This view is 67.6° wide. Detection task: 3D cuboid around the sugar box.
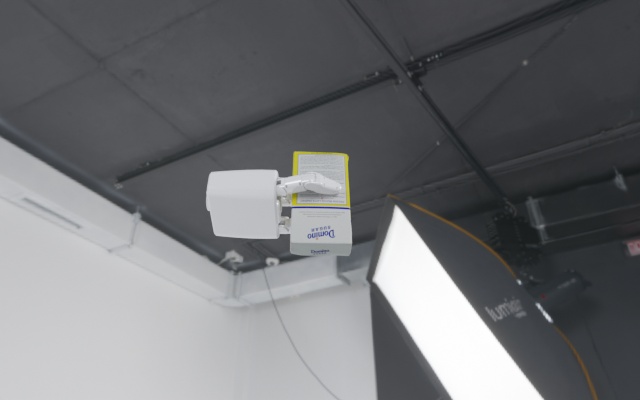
[{"bbox_3d":[0.000,0.003,0.762,0.093,0.176,0.048,2,-33,-2],"label":"sugar box"}]
